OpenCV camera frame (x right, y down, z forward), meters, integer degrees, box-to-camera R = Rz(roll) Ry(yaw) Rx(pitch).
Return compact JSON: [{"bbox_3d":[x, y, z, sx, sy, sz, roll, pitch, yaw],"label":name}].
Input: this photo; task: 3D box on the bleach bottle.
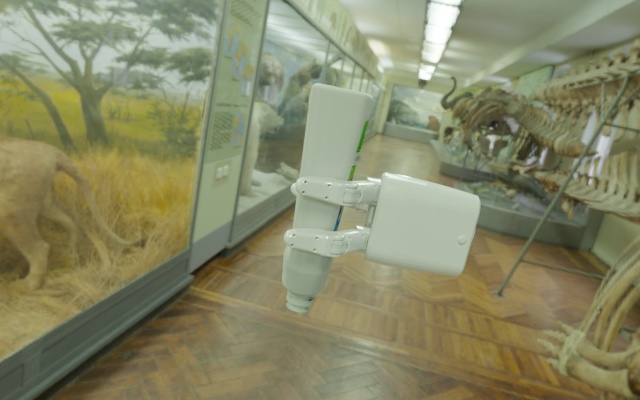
[{"bbox_3d":[0.000,0.002,0.534,0.068,0.251,0.102,13,13,4],"label":"bleach bottle"}]
